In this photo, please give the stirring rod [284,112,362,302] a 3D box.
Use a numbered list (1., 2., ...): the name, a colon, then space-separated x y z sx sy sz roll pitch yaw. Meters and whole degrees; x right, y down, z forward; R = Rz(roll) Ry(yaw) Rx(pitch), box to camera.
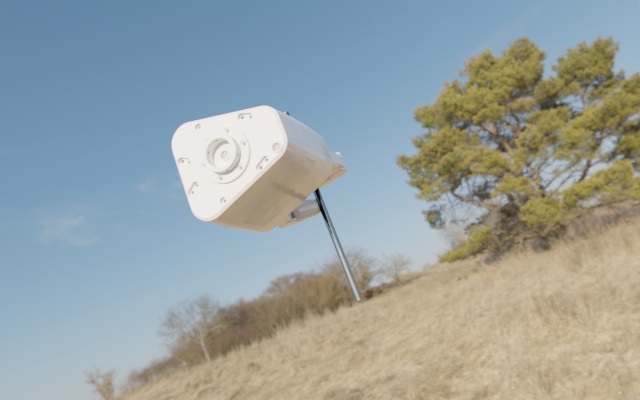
1. stirring rod: 0.000 0.002 0.556 0.011 0.239 0.011 -20 -14 -5
